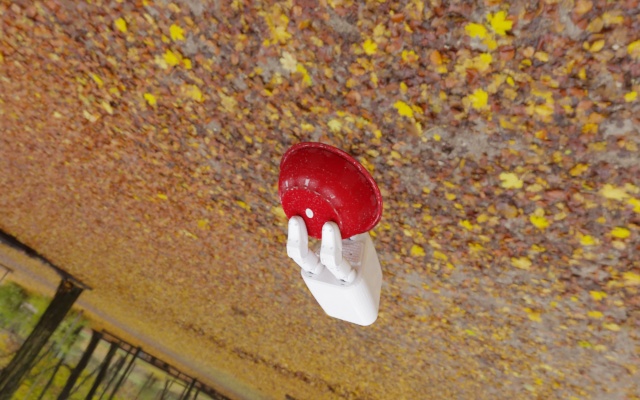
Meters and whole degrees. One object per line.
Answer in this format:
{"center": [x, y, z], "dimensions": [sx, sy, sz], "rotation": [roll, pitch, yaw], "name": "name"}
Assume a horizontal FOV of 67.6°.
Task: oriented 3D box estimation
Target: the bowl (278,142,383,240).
{"center": [-0.001, 0.001, 0.644], "dimensions": [0.162, 0.162, 0.055], "rotation": [0, 38, 38], "name": "bowl"}
